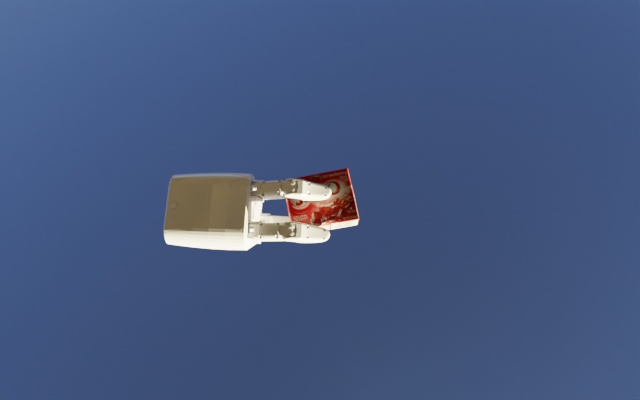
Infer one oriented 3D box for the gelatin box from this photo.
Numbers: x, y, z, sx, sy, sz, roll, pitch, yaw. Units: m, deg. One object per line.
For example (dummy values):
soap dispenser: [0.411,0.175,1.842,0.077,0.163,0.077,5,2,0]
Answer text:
gelatin box: [0.000,0.002,0.631,0.089,0.073,0.030,-10,-18,-4]
